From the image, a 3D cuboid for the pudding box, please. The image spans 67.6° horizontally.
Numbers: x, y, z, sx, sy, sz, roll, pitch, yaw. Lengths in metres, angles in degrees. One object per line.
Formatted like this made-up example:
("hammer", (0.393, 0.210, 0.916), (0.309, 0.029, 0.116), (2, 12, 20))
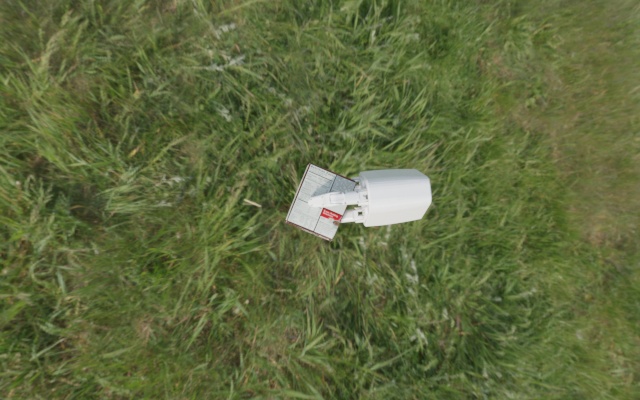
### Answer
("pudding box", (0.000, 0.003, 0.824), (0.090, 0.113, 0.039), (23, -6, -3))
